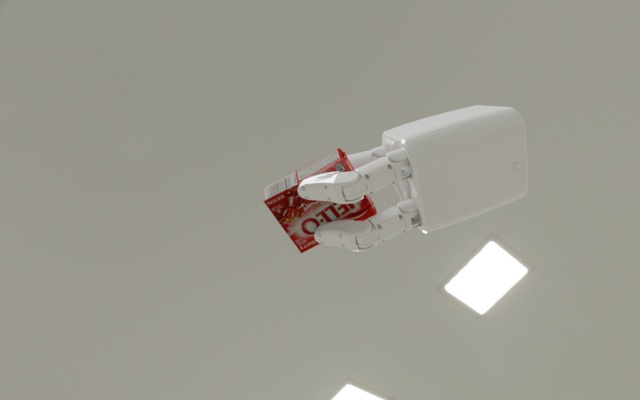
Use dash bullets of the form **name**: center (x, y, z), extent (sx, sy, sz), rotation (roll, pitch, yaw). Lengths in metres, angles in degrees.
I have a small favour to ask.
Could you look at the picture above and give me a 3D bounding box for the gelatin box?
- **gelatin box**: center (0.000, 0.001, 0.469), extent (0.089, 0.073, 0.030), rotation (-27, 30, 10)
